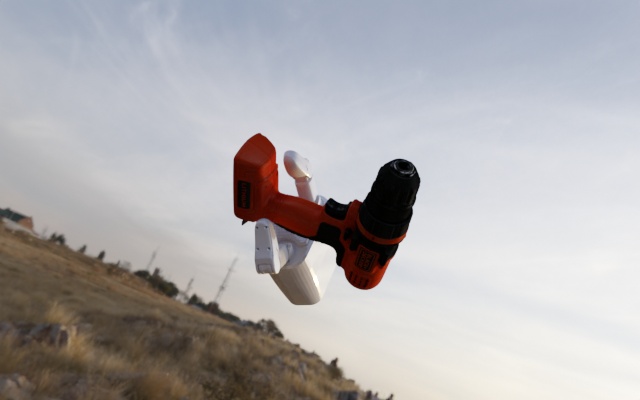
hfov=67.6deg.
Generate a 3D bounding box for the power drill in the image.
[{"bbox_3d":[0.000,0.002,0.496,0.187,0.185,0.057,26,48,13],"label":"power drill"}]
